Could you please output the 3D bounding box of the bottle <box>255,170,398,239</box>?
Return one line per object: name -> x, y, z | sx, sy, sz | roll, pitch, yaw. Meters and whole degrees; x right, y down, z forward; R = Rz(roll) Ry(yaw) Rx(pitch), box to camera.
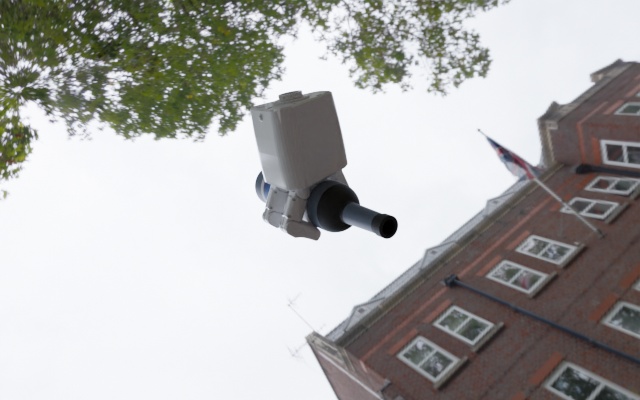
bottle -> 0.000, 0.002, 0.656 | 0.069, 0.069, 0.295 | 0, 11, -32
